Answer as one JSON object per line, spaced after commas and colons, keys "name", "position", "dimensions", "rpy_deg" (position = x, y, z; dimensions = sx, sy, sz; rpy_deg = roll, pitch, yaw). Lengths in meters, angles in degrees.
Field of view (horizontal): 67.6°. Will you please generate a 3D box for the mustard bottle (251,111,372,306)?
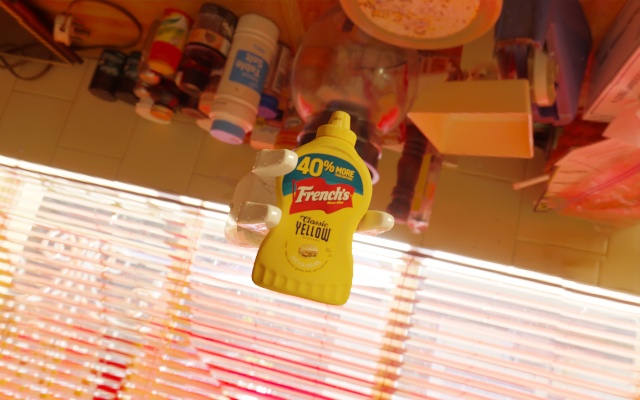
{"name": "mustard bottle", "position": [0.000, 0.002, 0.476], "dimensions": [0.096, 0.191, 0.058], "rpy_deg": [13, -13, 2]}
